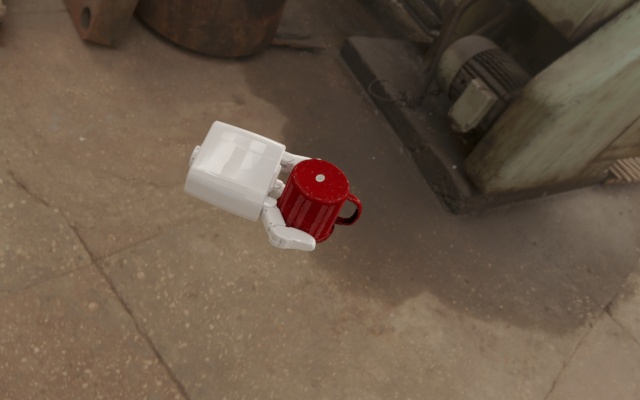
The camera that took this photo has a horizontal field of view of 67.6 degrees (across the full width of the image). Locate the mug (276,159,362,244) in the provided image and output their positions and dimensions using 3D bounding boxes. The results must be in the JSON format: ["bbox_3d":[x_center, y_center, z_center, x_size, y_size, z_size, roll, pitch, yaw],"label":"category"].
[{"bbox_3d":[0.002,0.003,0.648,0.117,0.093,0.081,19,-46,-8],"label":"mug"}]
